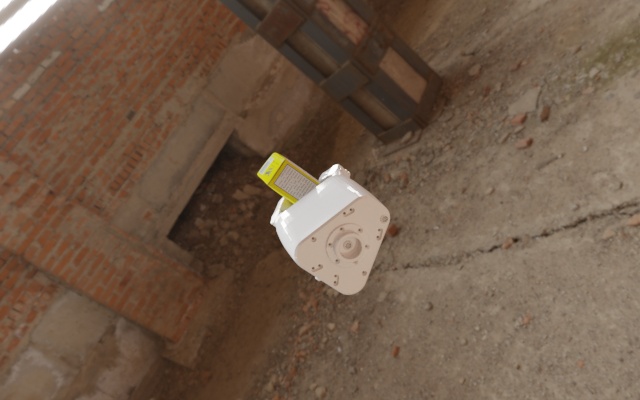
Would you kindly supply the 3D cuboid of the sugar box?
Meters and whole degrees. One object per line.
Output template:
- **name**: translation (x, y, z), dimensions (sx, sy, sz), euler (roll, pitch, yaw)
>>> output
- **sugar box**: translation (0.000, 0.003, 0.667), dimensions (0.176, 0.048, 0.093), euler (37, 1, -19)
